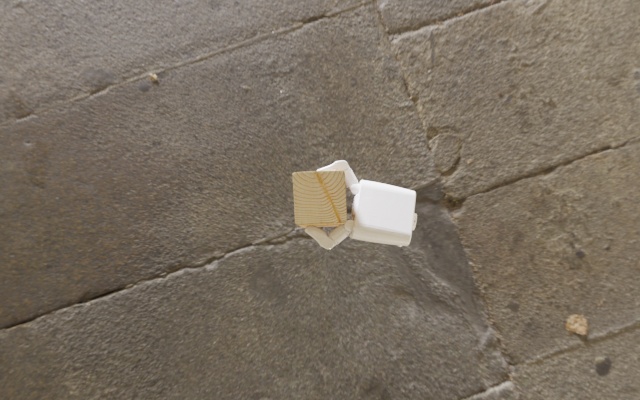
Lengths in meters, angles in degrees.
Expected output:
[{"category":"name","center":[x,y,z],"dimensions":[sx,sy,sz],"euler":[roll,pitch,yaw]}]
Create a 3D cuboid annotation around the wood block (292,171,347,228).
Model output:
[{"category":"wood block","center":[0.001,0.003,0.899],"dimensions":[0.090,0.091,0.206],"euler":[-2,-5,0]}]
